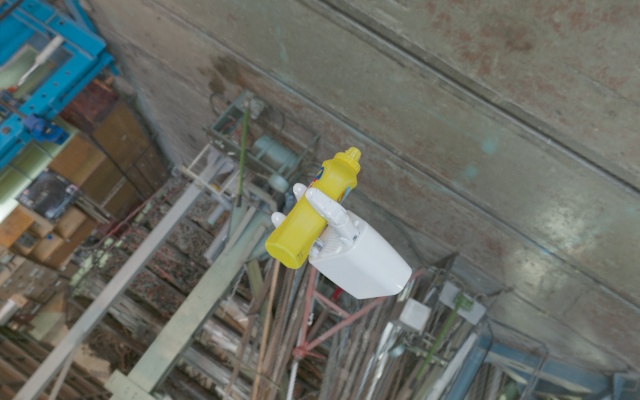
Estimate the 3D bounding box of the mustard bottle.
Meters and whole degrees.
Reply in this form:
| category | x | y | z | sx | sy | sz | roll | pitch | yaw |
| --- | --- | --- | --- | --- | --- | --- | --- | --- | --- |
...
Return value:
| category | x | y | z | sx | sy | sz | roll | pitch | yaw |
| --- | --- | --- | --- | --- | --- | --- | --- | --- | --- |
| mustard bottle | 0.000 | 0.002 | 0.667 | 0.058 | 0.191 | 0.096 | 35 | -18 | 3 |
